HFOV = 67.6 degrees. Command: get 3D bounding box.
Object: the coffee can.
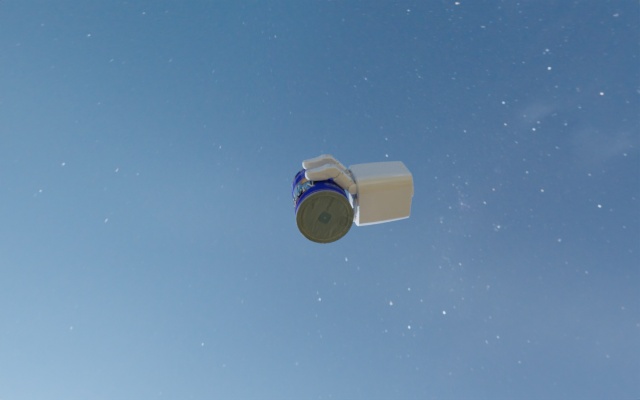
[{"bbox_3d":[0.000,0.003,0.898,0.103,0.103,0.140,0,24,-7],"label":"coffee can"}]
